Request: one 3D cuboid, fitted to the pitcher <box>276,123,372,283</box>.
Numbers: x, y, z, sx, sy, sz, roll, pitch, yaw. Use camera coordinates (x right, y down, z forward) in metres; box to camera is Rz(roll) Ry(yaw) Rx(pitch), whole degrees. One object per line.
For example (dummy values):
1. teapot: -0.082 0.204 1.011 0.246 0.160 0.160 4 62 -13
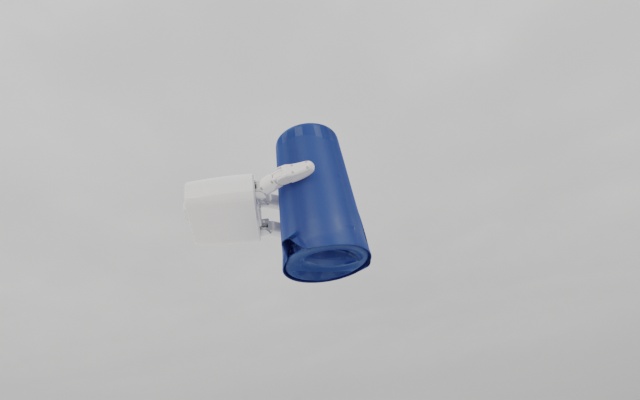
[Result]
1. pitcher: 0.000 0.003 0.768 0.145 0.242 0.149 -7 -31 -4
